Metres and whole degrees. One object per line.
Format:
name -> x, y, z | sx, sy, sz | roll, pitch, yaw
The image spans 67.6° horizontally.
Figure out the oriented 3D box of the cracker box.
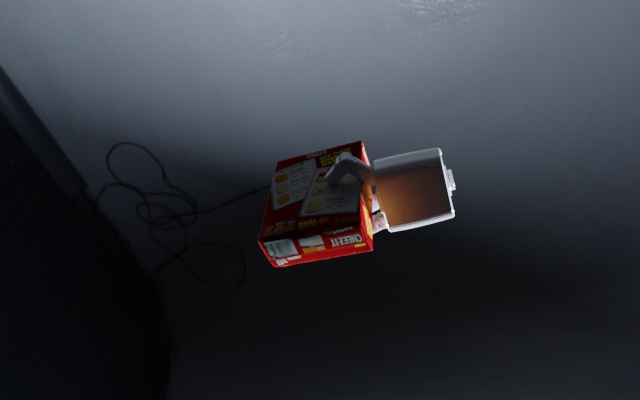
cracker box -> 0.000, 0.003, 0.791 | 0.164, 0.072, 0.213 | -12, 37, 15
